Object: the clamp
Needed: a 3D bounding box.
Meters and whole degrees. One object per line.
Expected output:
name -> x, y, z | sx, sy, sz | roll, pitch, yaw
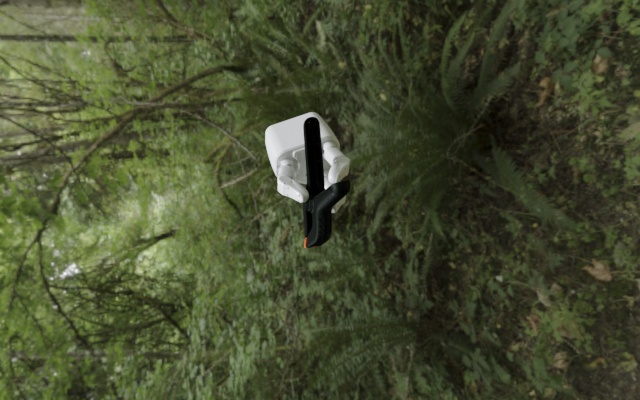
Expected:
clamp -> -0.001, 0.003, 0.720 | 0.036, 0.210, 0.164 | -6, 37, -15
